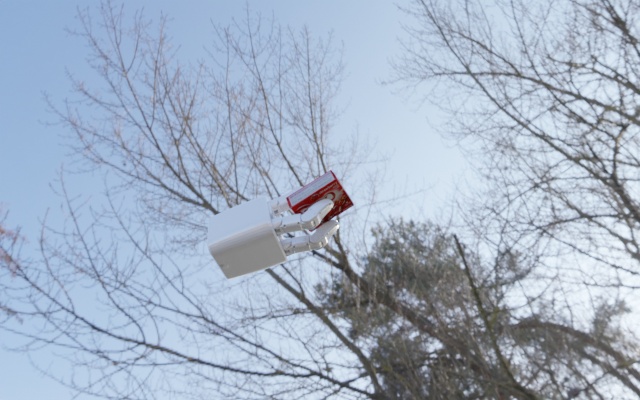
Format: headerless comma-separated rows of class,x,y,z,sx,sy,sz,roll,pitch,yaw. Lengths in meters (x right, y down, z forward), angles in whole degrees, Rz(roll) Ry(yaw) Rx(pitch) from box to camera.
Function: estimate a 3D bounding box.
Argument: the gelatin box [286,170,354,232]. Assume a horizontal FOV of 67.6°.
gelatin box,0.000,0.002,0.779,0.089,0.030,0.073,-32,-46,5
